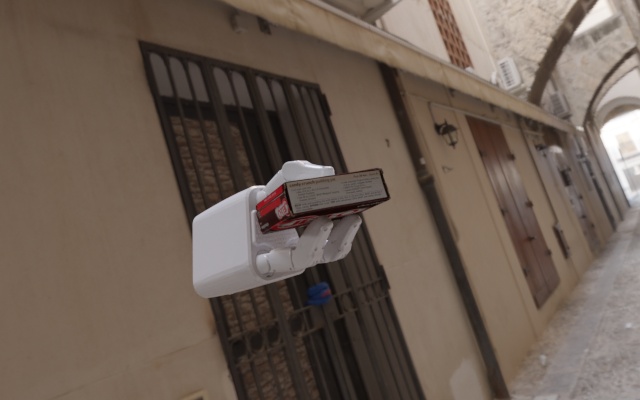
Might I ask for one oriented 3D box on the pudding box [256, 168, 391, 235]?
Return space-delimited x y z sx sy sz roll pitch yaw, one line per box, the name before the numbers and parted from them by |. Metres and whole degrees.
pudding box | 0.000 0.001 0.492 0.113 0.039 0.090 -12 -8 -27
